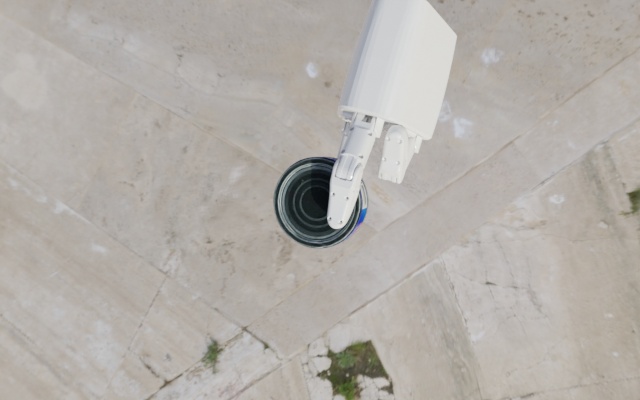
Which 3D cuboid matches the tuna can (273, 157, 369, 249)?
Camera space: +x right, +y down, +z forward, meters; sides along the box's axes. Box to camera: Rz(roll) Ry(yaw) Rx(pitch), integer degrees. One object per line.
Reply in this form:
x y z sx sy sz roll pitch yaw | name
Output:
0.000 0.002 0.447 0.086 0.086 0.034 0 4 15 | tuna can
